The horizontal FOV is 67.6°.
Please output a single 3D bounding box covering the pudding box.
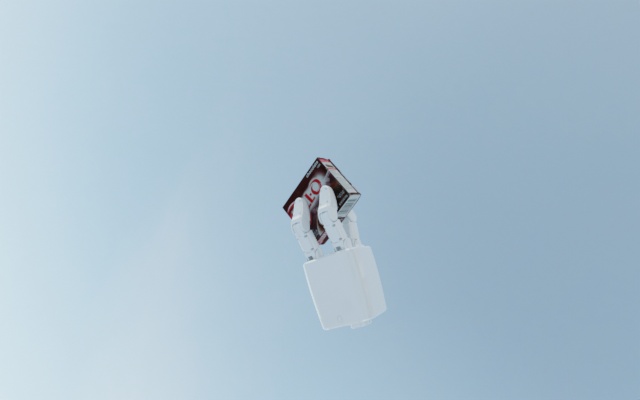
[{"bbox_3d":[0.000,0.003,0.761,0.039,0.113,0.090,2,41,-53],"label":"pudding box"}]
